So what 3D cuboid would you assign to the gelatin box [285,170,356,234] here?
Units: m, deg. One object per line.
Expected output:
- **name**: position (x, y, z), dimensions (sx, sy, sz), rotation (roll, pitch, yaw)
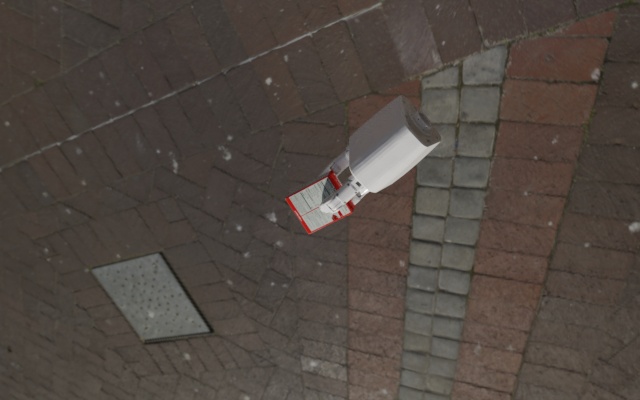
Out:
- **gelatin box**: position (0.000, 0.003, 0.767), dimensions (0.089, 0.073, 0.030), rotation (-27, 15, 22)
